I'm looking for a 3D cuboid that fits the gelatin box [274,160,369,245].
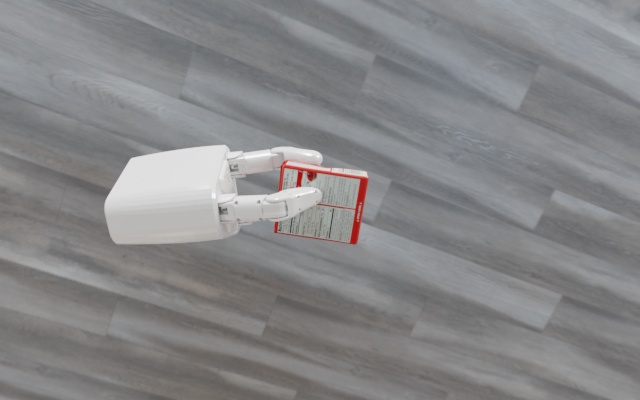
[{"bbox_3d":[0.000,0.002,0.491,0.089,0.073,0.030,8,16,1],"label":"gelatin box"}]
